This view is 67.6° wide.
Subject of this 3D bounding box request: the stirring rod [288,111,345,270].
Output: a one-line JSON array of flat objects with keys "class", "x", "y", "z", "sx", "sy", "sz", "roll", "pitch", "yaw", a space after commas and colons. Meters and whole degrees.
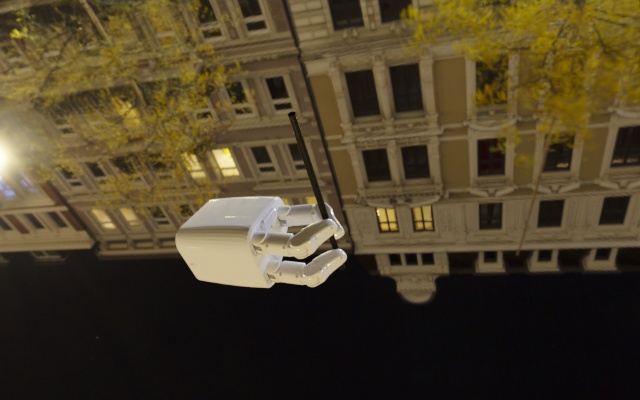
[{"class": "stirring rod", "x": 0.000, "y": 0.002, "z": 0.543, "sx": 0.011, "sy": 0.240, "sz": 0.011, "roll": -10, "pitch": 42, "yaw": 9}]
